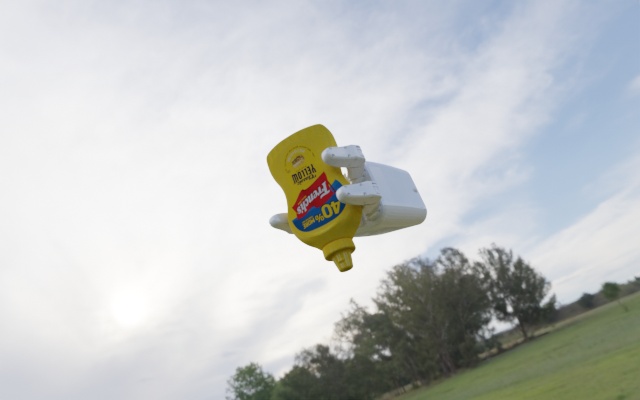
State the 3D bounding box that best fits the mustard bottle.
[{"bbox_3d":[0.000,0.002,0.611,0.096,0.191,0.058,-28,-25,15],"label":"mustard bottle"}]
